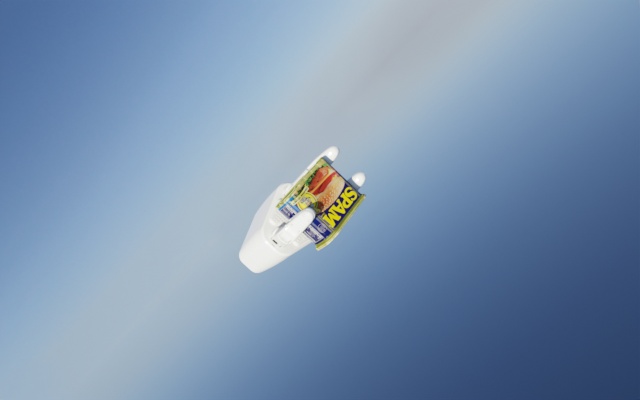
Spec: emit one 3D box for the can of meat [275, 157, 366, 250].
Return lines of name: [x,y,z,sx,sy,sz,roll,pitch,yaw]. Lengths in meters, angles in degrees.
can of meat: [0.000,0.002,0.658,0.102,0.084,0.057,-50,6,-33]
